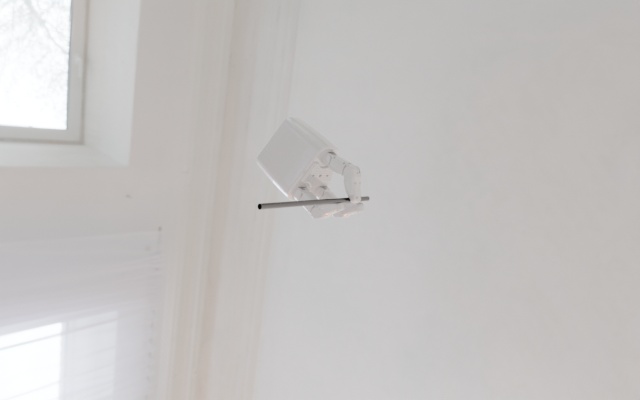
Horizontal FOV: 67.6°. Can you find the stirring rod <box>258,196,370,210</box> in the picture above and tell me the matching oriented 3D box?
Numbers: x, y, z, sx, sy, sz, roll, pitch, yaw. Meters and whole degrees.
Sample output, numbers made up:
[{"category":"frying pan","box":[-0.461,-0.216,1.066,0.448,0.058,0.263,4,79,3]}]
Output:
[{"category":"stirring rod","box":[0.000,0.002,0.707,0.011,0.011,0.239,0,3,41]}]
